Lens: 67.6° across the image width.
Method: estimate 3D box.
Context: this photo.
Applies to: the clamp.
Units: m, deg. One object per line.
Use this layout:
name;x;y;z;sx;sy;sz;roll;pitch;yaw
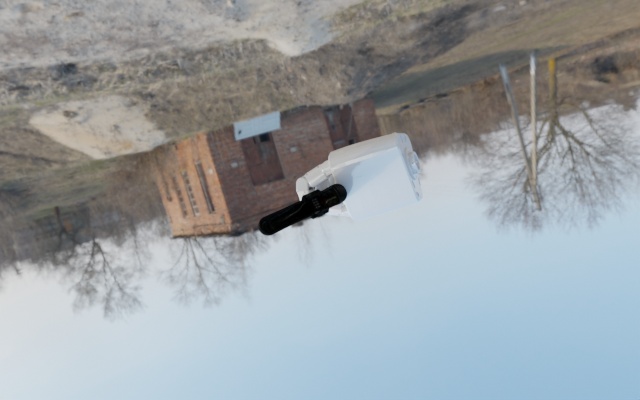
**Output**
clamp;0.000;0.003;0.648;0.120;0.039;0.171;-19;4;23
